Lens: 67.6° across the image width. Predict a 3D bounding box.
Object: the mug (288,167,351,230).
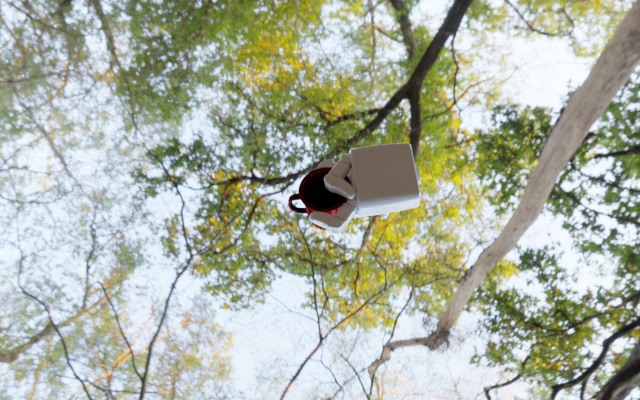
[{"bbox_3d":[-0.001,0.003,0.857,0.117,0.093,0.082,-8,-33,3],"label":"mug"}]
